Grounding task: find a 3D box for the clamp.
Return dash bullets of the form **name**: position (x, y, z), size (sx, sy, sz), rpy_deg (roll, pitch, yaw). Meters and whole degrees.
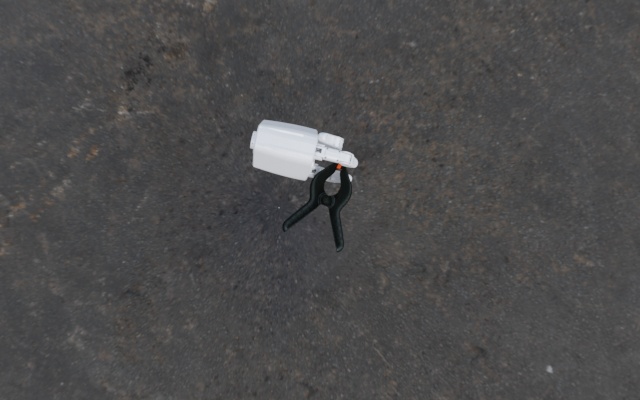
- **clamp**: position (0.000, 0.003, 0.892), size (0.120, 0.171, 0.039), rpy_deg (12, -2, -5)
